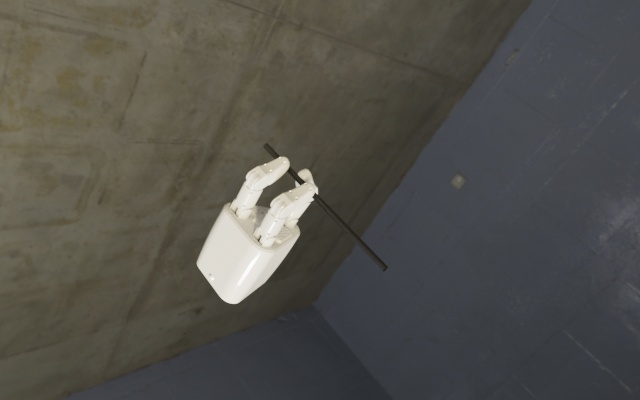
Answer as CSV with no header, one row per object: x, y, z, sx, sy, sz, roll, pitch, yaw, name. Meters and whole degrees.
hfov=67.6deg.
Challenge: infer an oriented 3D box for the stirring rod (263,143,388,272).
0.000,0.002,0.606,0.239,0.011,0.011,46,24,26,stirring rod
